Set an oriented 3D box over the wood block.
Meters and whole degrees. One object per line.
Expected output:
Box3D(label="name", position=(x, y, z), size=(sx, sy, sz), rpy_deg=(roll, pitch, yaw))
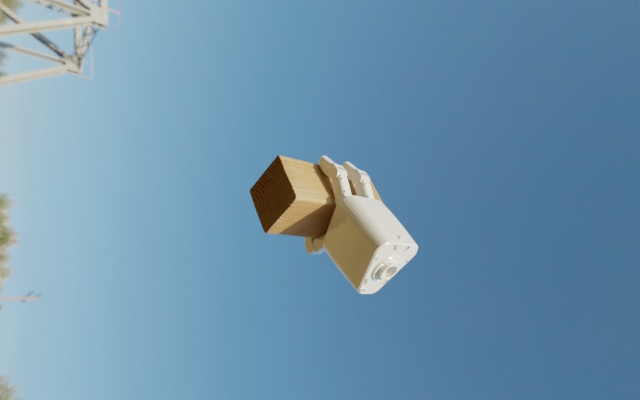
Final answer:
Box3D(label="wood block", position=(0.000, 0.003, 0.794), size=(0.206, 0.090, 0.091), rpy_deg=(10, -46, -42))
